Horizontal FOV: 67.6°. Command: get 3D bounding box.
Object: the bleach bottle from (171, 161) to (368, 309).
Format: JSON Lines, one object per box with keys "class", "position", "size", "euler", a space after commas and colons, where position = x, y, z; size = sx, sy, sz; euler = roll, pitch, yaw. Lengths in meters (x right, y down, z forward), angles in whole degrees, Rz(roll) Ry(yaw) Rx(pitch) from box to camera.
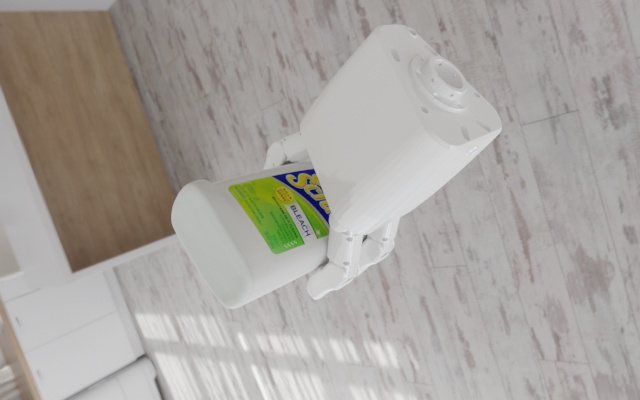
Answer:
{"class": "bleach bottle", "position": [0.000, 0.002, 0.440], "size": [0.251, 0.102, 0.068], "euler": [-23, -16, -43]}
